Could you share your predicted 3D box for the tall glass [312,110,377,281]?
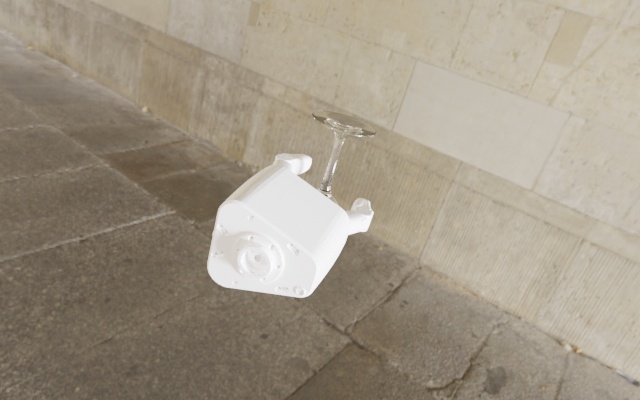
[{"bbox_3d":[0.000,0.001,0.564,0.079,0.201,0.079,14,24,-6],"label":"tall glass"}]
